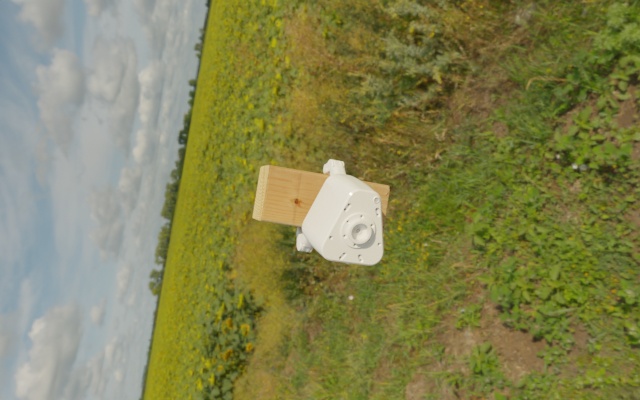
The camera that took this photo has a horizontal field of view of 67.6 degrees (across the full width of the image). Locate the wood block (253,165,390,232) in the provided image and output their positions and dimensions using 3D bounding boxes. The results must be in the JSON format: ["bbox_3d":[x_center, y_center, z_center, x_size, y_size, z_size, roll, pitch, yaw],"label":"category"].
[{"bbox_3d":[0.000,0.002,0.805,0.206,0.091,0.090,9,-1,-17],"label":"wood block"}]
